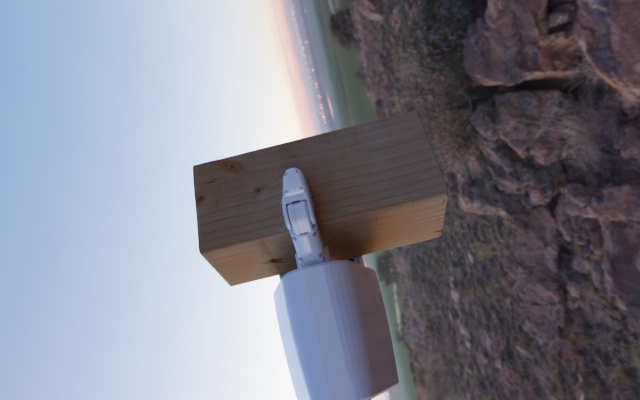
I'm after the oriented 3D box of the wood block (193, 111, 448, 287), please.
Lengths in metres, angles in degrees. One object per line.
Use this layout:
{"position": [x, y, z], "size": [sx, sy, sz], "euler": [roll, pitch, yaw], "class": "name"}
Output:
{"position": [0.000, 0.002, 0.439], "size": [0.206, 0.090, 0.091], "euler": [-14, -30, 2], "class": "wood block"}
